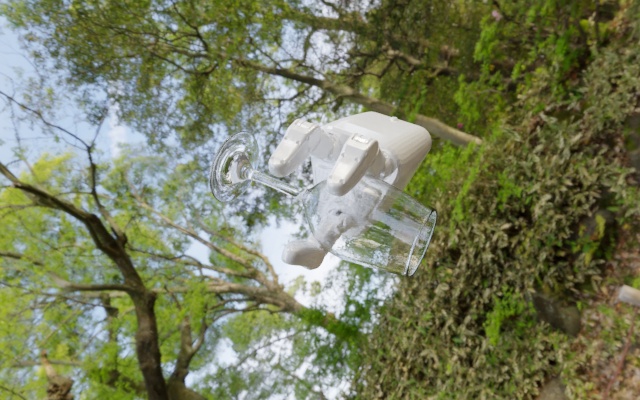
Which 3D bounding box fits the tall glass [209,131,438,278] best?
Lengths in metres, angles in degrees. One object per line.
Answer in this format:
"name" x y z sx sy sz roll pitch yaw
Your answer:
"tall glass" -0.001 0.001 0.434 0.201 0.079 0.079 22 9 23
